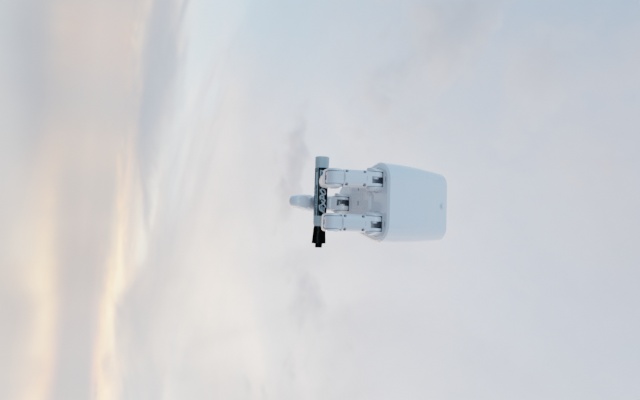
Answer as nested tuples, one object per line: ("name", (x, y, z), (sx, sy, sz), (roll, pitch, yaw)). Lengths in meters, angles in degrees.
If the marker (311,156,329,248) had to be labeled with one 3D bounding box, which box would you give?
("marker", (0.000, 0.002, 0.635), (0.020, 0.121, 0.020), (2, -3, 0))
